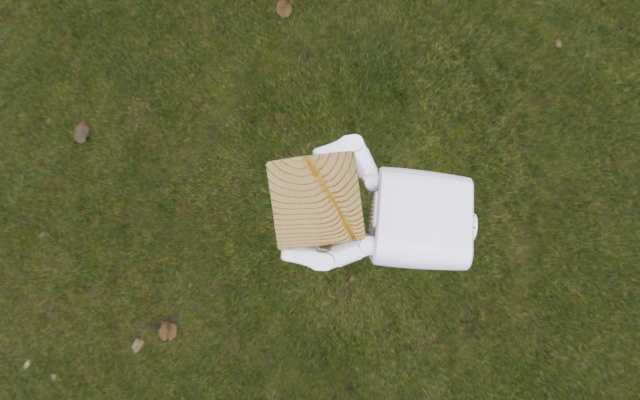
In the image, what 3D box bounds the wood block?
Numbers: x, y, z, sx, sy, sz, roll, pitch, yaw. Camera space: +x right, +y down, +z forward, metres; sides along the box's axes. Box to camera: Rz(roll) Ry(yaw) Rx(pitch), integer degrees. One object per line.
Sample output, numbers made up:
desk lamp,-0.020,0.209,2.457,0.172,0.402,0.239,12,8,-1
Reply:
wood block,0.000,0.002,0.568,0.090,0.091,0.206,-7,-2,2
